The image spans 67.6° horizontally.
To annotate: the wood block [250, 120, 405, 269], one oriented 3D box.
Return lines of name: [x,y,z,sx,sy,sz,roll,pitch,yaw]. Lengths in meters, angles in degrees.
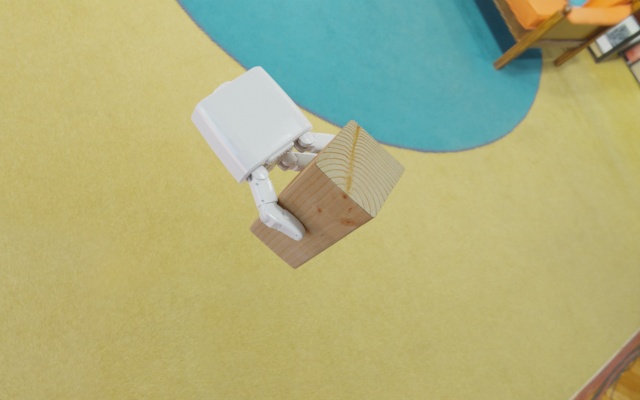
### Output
wood block: [0.000,0.002,0.614,0.090,0.090,0.206,-52,7,-36]
